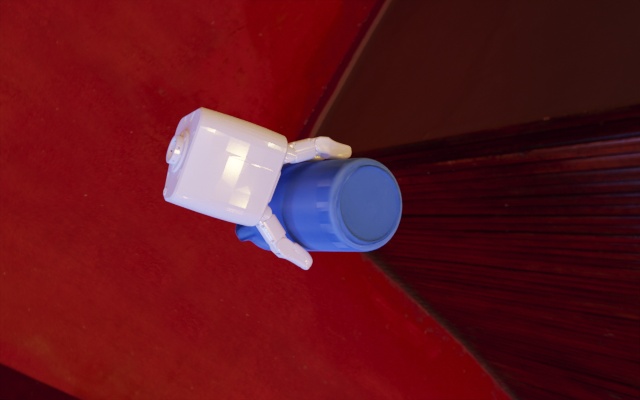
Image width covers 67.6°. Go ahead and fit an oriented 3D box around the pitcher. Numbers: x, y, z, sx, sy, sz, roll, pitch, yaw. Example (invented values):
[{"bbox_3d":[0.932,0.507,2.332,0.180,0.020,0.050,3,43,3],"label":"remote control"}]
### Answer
[{"bbox_3d":[0.000,0.002,0.646,0.145,0.149,0.243,20,-12,-30],"label":"pitcher"}]
